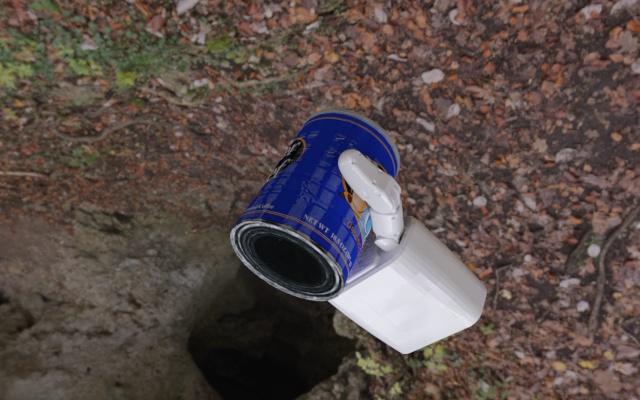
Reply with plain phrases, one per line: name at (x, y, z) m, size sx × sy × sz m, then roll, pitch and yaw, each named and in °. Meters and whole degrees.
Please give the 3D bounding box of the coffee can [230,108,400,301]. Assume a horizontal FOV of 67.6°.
coffee can at (0.000, 0.001, 0.424) m, size 0.103 × 0.140 × 0.103 m, roll 19°, pitch -36°, yaw 15°
